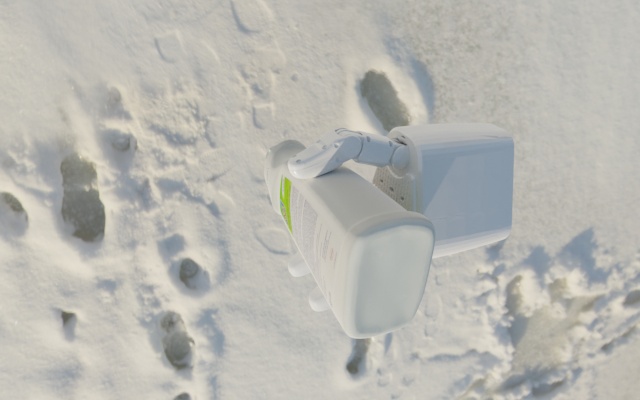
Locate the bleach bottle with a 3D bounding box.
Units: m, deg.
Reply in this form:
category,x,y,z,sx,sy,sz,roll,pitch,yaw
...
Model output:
category,x,y,z,sx,sy,sz,roll,pitch,yaw
bleach bottle,0.000,0.002,0.425,0.068,0.103,0.250,-7,30,-21
